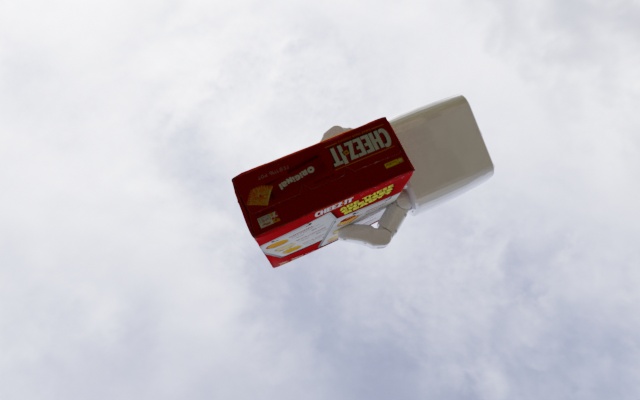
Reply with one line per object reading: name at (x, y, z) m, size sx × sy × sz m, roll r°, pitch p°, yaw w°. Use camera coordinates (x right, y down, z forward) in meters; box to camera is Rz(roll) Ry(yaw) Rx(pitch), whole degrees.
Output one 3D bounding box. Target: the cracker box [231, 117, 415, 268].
cracker box at (0.000, 0.002, 0.541) m, size 0.164 × 0.072 × 0.214 m, roll -23°, pitch -14°, yaw -7°
